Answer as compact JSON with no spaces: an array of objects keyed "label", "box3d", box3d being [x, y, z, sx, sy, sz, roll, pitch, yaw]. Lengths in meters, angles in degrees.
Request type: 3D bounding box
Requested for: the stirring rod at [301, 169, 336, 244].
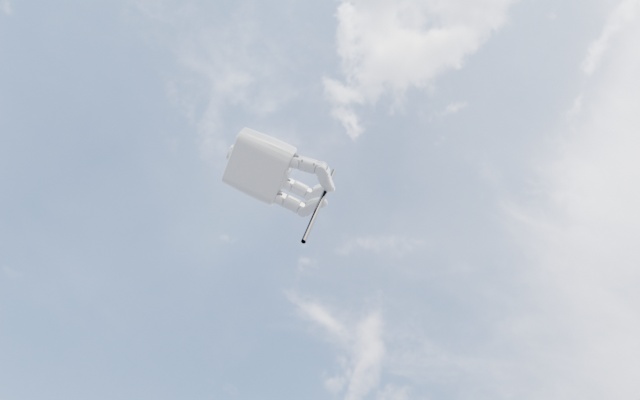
[{"label":"stirring rod","box3d":[0.000,0.003,0.847,0.011,0.011,0.239,0,31,15]}]
